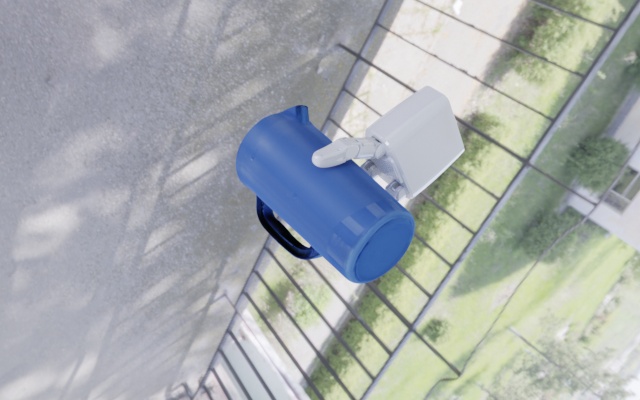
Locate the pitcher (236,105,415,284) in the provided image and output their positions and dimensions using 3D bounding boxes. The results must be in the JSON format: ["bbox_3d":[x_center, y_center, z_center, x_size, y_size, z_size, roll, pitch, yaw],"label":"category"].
[{"bbox_3d":[0.000,0.002,0.628,0.242,0.145,0.149,44,-15,36],"label":"pitcher"}]
